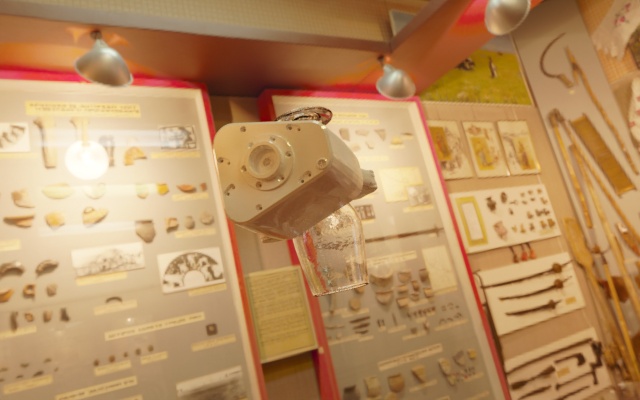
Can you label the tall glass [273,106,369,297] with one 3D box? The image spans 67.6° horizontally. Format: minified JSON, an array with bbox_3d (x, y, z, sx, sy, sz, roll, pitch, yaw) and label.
[{"bbox_3d":[0.000,0.001,0.533,0.079,0.201,0.079,-13,-13,-3],"label":"tall glass"}]
